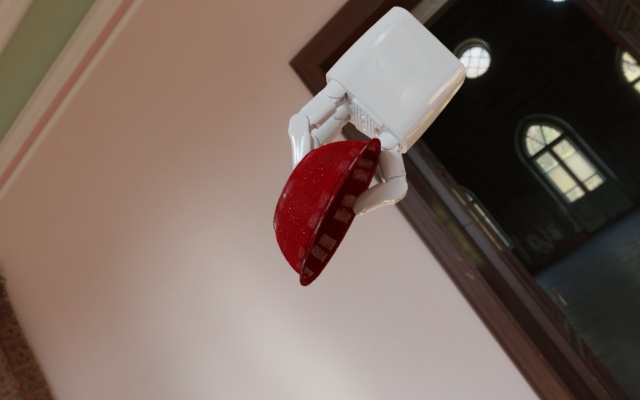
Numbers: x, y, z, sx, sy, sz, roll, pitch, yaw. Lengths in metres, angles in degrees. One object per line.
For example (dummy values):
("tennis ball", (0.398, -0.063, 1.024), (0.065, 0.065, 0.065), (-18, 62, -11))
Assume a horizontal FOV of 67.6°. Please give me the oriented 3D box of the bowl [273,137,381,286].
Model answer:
("bowl", (-0.001, 0.002, 0.473), (0.055, 0.162, 0.162), (27, 6, 12))
